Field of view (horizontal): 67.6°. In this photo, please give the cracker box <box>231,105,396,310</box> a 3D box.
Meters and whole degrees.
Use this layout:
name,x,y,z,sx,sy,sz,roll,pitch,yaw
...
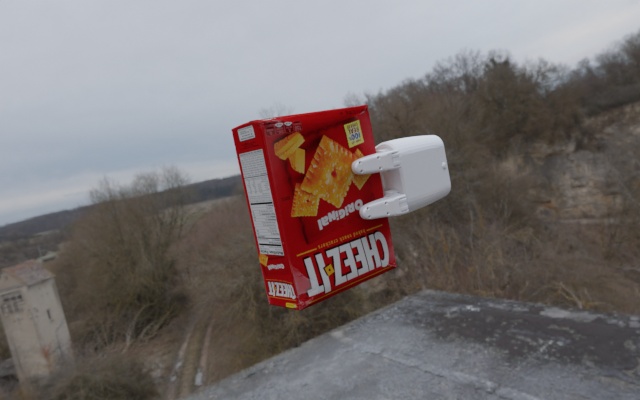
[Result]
name,x,y,z,sx,sy,sz,roll,pitch,yaw
cracker box,0.000,0.002,0.576,0.164,0.214,0.072,-16,7,-37
